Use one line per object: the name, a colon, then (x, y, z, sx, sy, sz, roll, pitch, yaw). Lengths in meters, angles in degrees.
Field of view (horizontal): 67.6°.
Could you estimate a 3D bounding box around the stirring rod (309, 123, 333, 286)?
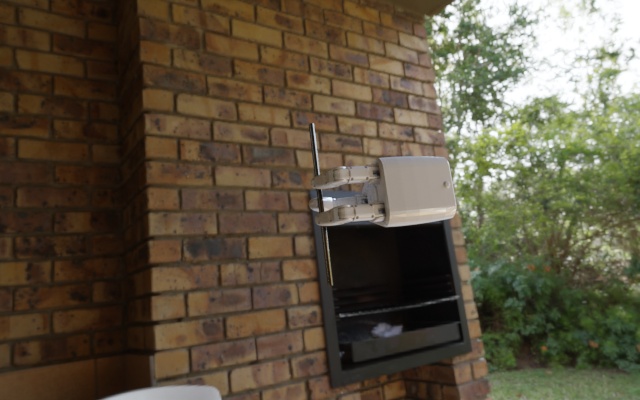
stirring rod: (0.000, 0.002, 0.693, 0.011, 0.239, 0.011, -7, -11, -1)
